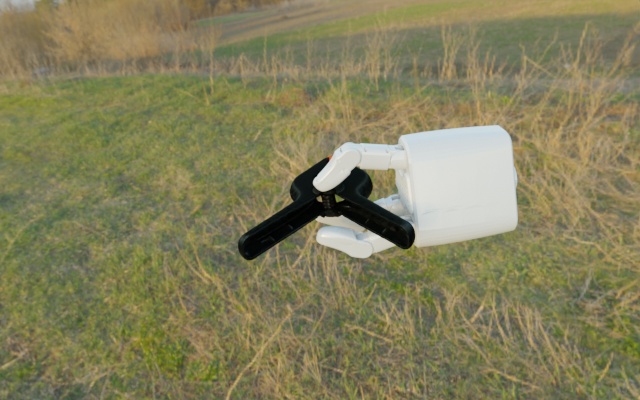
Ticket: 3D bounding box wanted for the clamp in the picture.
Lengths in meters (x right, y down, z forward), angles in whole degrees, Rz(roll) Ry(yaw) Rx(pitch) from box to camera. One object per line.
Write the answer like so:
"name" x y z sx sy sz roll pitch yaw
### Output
"clamp" 0.000 0.001 0.518 0.164 0.036 0.210 -7 25 0
